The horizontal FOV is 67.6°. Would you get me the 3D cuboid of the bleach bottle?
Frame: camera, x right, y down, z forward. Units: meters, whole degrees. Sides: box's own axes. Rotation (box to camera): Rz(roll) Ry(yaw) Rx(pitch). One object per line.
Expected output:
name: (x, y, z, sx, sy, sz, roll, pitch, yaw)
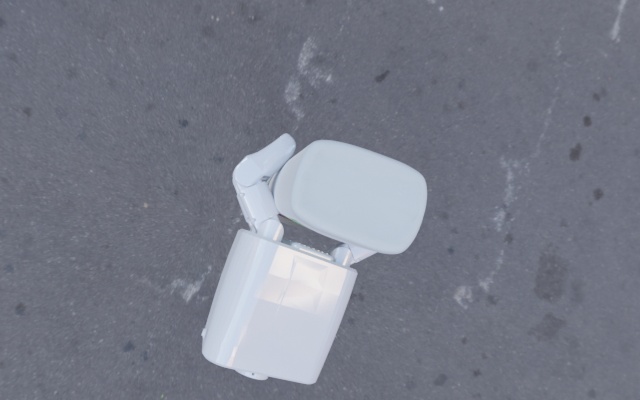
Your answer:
bleach bottle: (0.000, 0.001, 0.452, 0.102, 0.068, 0.251, 20, -6, -11)
